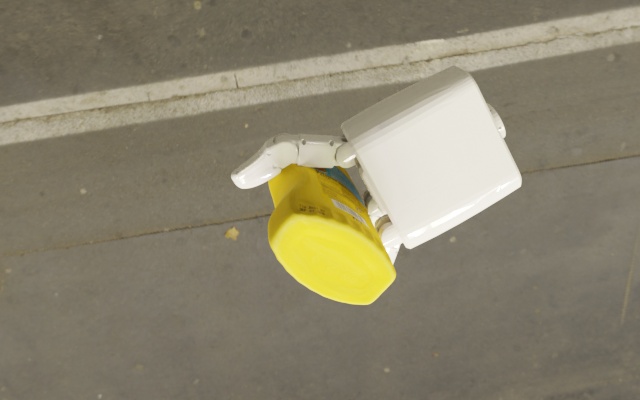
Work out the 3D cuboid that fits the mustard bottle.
[{"bbox_3d":[0.000,0.002,0.409,0.096,0.058,0.191,32,19,-20],"label":"mustard bottle"}]
